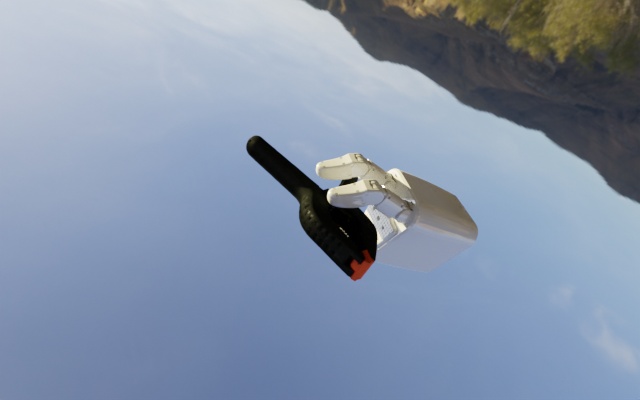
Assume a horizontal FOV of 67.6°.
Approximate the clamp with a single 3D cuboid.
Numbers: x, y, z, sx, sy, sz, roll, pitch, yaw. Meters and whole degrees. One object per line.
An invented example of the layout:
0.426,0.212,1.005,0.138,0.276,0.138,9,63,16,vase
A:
0.000,0.003,0.540,0.164,0.036,0.209,18,30,-27,clamp
